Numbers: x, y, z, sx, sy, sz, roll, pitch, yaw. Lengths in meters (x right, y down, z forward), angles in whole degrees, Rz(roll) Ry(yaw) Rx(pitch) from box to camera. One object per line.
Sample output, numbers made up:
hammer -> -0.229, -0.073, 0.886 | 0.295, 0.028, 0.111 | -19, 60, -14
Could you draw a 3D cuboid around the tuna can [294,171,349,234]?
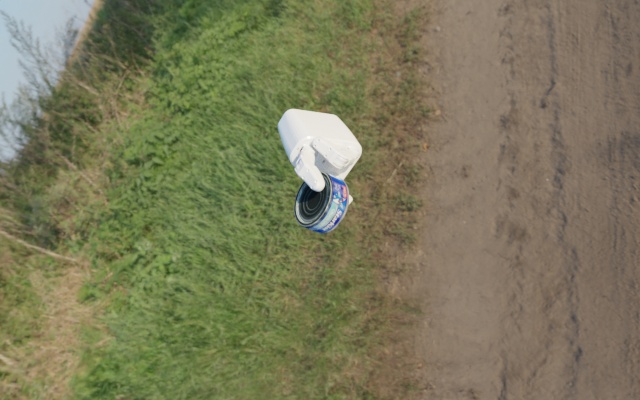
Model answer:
tuna can -> 0.000, 0.002, 0.686 | 0.034, 0.086, 0.086 | 22, -13, -36
